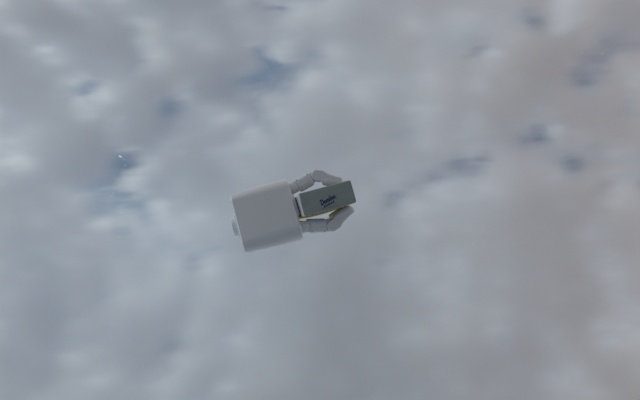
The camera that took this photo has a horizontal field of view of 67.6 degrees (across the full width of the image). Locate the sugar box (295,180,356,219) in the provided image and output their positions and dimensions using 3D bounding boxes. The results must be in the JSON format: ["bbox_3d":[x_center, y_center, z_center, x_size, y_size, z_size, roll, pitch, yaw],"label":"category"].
[{"bbox_3d":[0.000,0.003,0.874,0.093,0.048,0.176,-15,0,-8],"label":"sugar box"}]
